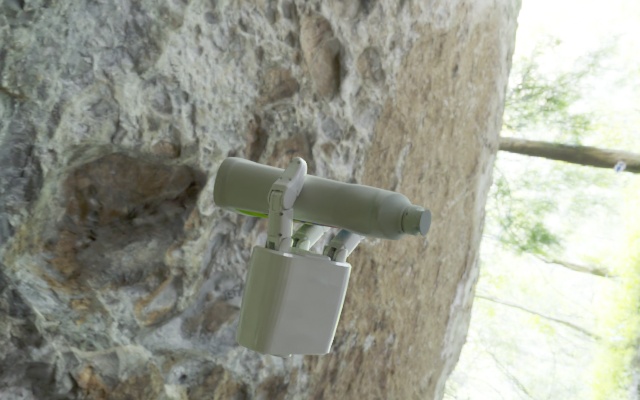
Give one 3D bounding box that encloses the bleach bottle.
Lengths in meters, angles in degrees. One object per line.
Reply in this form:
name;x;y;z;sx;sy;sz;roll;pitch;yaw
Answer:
bleach bottle;0.000;0.002;0.543;0.251;0.068;0.102;11;-4;35
